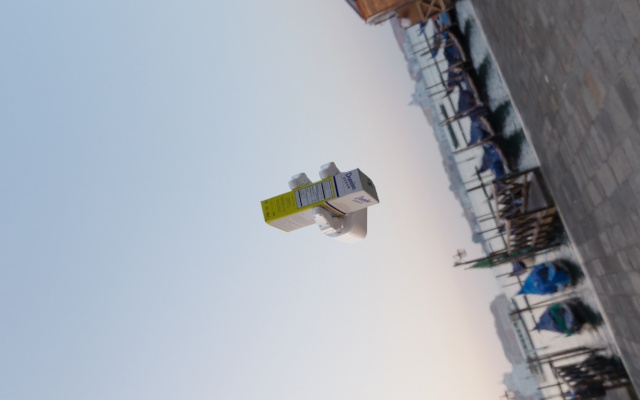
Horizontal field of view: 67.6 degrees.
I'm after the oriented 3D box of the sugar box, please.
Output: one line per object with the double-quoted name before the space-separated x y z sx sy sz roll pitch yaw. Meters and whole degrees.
"sugar box" 0.000 0.002 0.791 0.176 0.048 0.093 -20 -20 17
